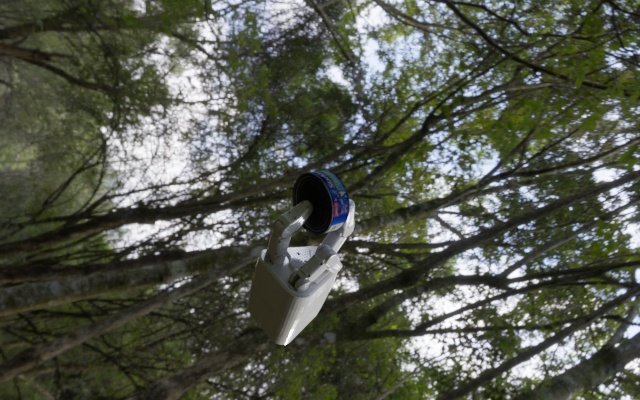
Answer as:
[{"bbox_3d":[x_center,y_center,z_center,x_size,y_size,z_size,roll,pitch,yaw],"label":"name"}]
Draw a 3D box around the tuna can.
[{"bbox_3d":[0.001,0.002,0.650,0.034,0.086,0.086,-14,8,-38],"label":"tuna can"}]
